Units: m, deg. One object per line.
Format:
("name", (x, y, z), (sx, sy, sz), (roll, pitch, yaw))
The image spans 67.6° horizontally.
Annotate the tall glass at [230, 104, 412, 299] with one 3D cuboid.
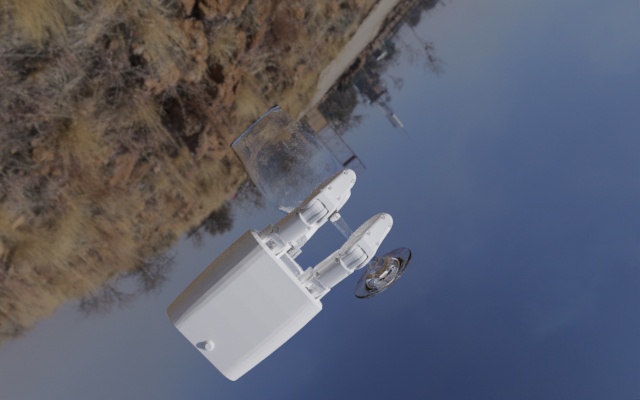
("tall glass", (0.001, 0.002, 0.475), (0.079, 0.201, 0.079), (-39, 11, 9))
